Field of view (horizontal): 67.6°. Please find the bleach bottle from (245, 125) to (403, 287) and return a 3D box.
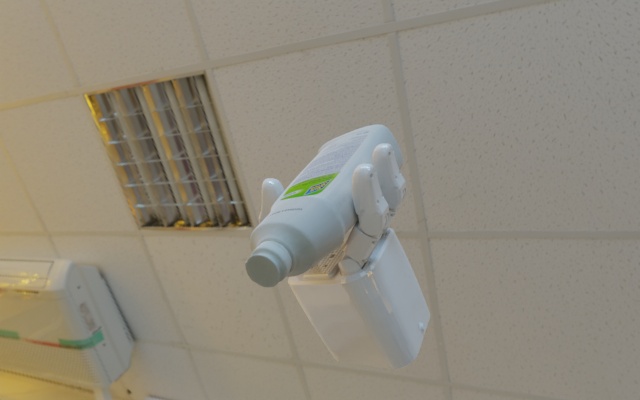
[{"bbox_3d":[0.000,0.001,0.452,0.102,0.068,0.250,-20,15,32],"label":"bleach bottle"}]
